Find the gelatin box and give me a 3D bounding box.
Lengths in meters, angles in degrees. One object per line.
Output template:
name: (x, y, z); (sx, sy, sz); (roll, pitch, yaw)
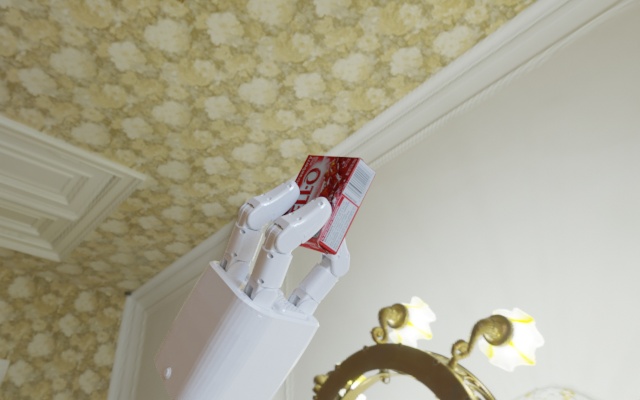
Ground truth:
gelatin box: (0.001, 0.001, 0.442); (0.073, 0.089, 0.030); (9, -24, 49)
